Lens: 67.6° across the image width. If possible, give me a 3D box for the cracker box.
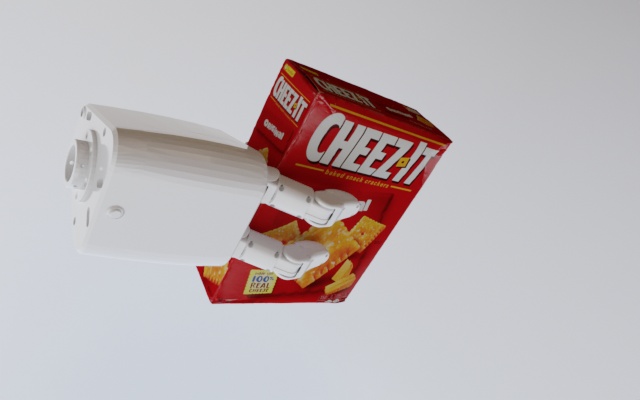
[{"bbox_3d":[0.000,0.001,0.447,0.164,0.214,0.072,10,31,-39],"label":"cracker box"}]
